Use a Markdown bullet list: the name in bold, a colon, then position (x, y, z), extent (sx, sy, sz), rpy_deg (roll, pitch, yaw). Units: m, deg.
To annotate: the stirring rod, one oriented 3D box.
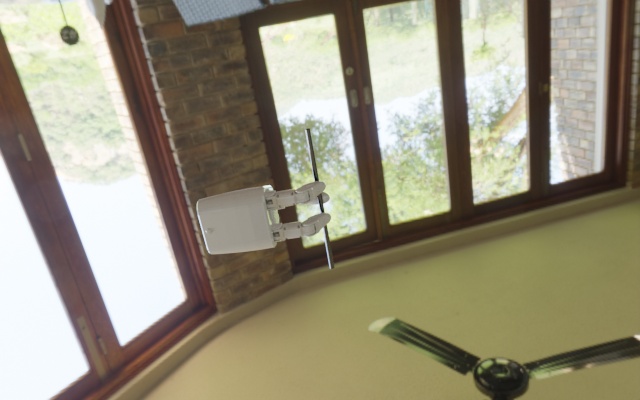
- **stirring rod**: position (0.000, 0.002, 0.769), extent (0.011, 0.240, 0.011), rpy_deg (-9, 20, 3)
